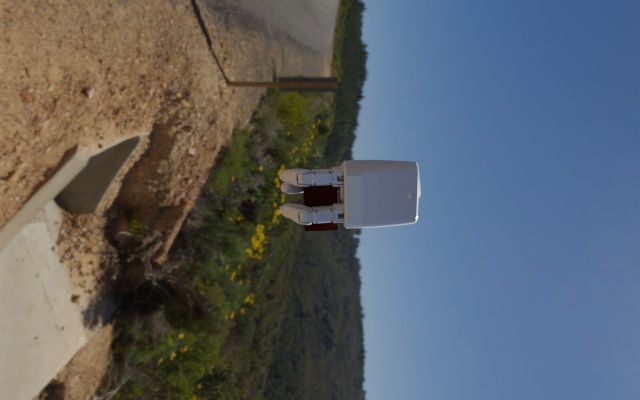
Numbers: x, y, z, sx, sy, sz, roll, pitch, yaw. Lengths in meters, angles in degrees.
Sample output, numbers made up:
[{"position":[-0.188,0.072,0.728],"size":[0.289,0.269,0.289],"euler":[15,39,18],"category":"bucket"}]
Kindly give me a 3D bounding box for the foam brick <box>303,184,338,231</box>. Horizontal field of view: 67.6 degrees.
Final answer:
[{"position":[0.000,0.003,0.722],"size":[0.051,0.078,0.053],"euler":[-2,17,-1],"category":"foam brick"}]
